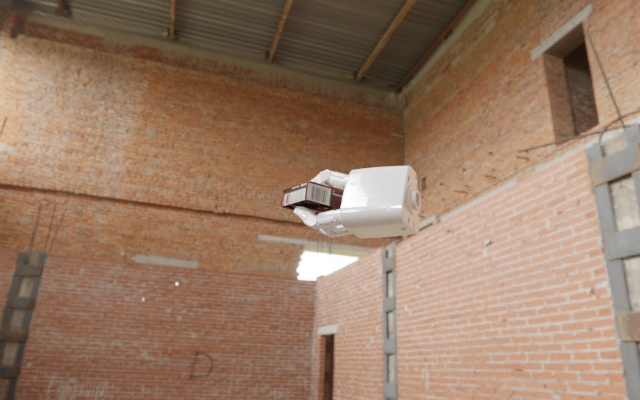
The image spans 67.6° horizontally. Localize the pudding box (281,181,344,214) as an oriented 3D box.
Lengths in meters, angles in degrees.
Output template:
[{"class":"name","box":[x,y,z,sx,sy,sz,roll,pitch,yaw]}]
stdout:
[{"class":"pudding box","box":[0.000,0.003,0.855,0.113,0.039,0.090,18,-19,-30]}]
